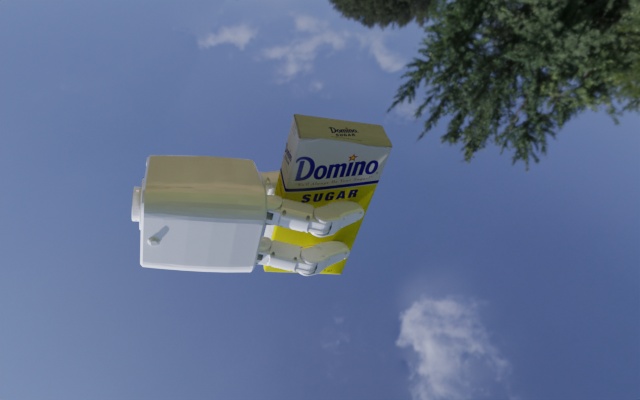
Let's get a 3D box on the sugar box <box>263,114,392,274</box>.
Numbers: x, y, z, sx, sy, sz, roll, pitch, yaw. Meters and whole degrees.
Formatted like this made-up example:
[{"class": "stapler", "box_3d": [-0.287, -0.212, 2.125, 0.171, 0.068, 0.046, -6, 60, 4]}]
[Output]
[{"class": "sugar box", "box_3d": [0.000, 0.002, 0.492, 0.093, 0.176, 0.048, 4, 41, -17]}]
